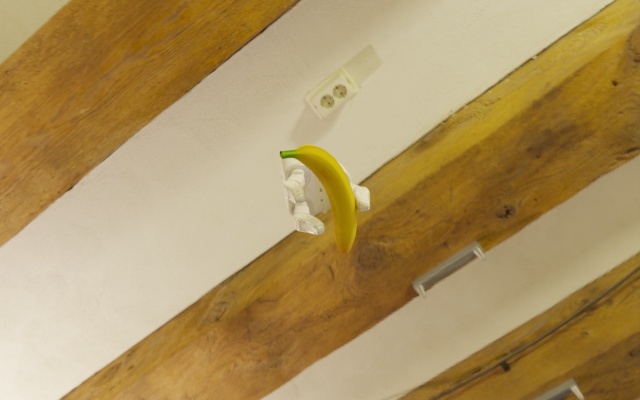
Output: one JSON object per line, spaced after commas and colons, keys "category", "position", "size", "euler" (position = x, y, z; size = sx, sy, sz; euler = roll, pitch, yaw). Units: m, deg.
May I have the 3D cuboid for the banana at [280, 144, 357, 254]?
{"category": "banana", "position": [0.014, -0.011, 0.703], "size": [0.069, 0.198, 0.037], "euler": [-34, 25, -4]}
